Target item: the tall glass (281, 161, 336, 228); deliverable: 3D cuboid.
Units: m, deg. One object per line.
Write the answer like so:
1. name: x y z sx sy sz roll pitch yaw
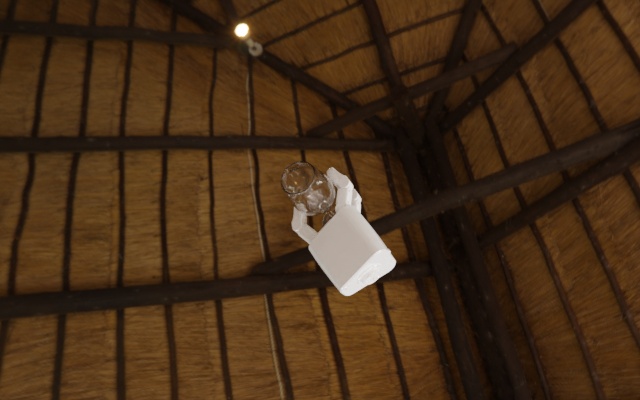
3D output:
1. tall glass: 0.000 0.003 0.864 0.079 0.079 0.201 0 -24 25
